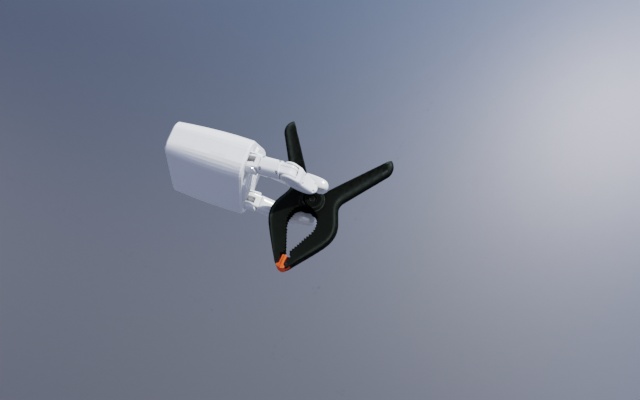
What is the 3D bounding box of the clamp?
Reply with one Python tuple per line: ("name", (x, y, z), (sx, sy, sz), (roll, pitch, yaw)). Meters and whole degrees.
("clamp", (0.000, 0.002, 0.647), (0.164, 0.210, 0.036), (16, -20, 7))
